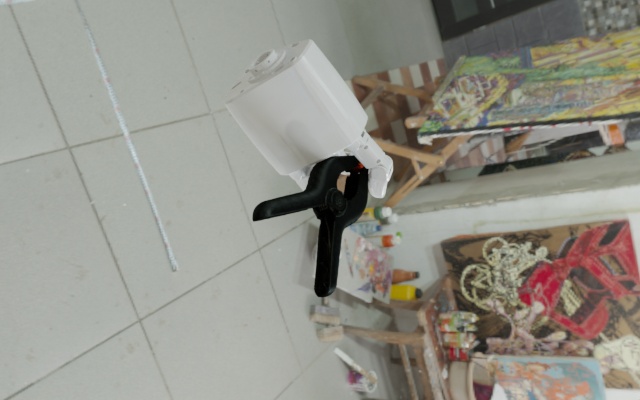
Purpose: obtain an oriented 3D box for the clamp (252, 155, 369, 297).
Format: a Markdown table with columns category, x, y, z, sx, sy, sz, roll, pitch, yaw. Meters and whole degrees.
| category | x | y | z | sx | sy | sz | roll | pitch | yaw |
| --- | --- | --- | --- | --- | --- | --- | --- | --- | --- |
| clamp | 0.001 | 0.002 | 0.508 | 0.039 | 0.171 | 0.120 | -12 | -49 | 40 |
